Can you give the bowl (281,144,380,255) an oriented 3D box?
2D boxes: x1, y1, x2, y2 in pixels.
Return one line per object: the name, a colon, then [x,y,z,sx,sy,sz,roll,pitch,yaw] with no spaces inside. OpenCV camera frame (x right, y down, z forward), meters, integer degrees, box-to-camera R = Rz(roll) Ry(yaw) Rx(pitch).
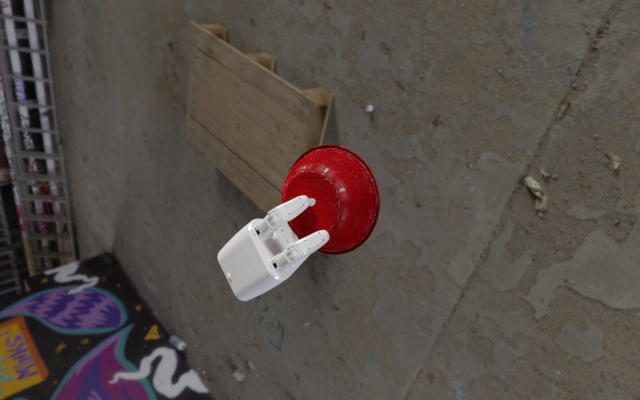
bowl: [0.001,0.001,0.673,0.162,0.162,0.055,0,6,31]
